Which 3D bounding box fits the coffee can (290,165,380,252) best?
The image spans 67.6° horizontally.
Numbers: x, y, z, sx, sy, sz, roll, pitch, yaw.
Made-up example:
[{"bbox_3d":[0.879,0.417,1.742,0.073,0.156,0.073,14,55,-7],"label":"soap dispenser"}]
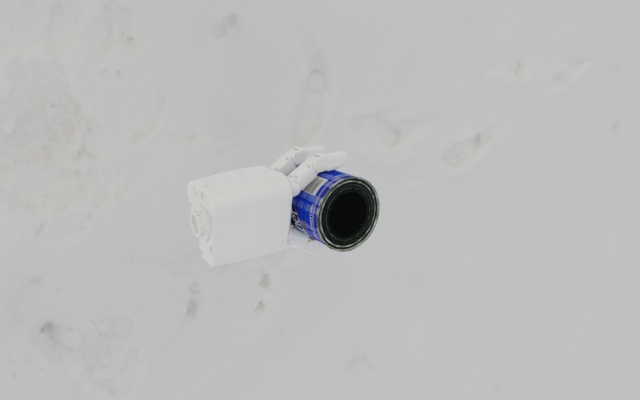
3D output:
[{"bbox_3d":[0.000,0.002,0.678,0.103,0.103,0.140,0,14,-35],"label":"coffee can"}]
